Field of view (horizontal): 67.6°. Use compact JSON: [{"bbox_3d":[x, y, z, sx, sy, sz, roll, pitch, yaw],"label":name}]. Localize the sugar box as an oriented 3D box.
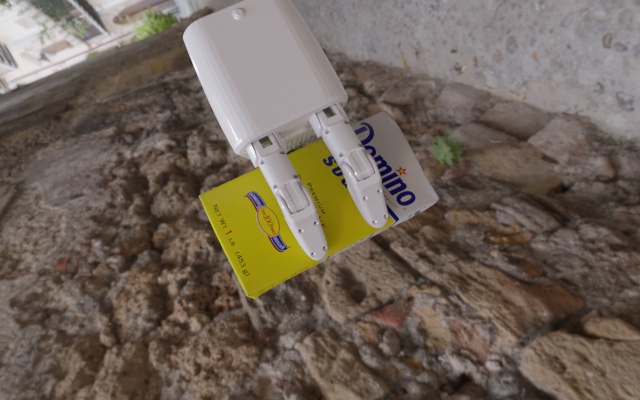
[{"bbox_3d":[0.000,0.001,0.402,0.176,0.093,0.048,-27,-10,-8],"label":"sugar box"}]
